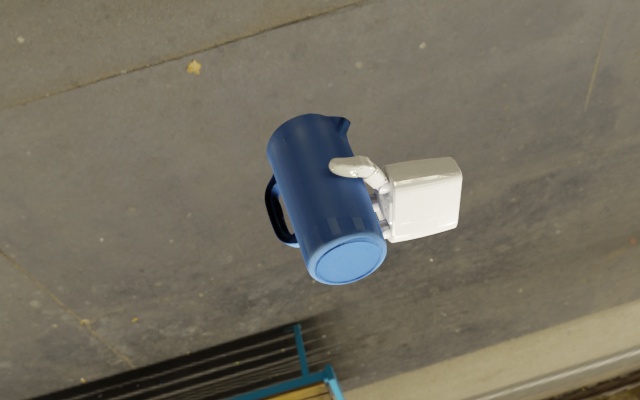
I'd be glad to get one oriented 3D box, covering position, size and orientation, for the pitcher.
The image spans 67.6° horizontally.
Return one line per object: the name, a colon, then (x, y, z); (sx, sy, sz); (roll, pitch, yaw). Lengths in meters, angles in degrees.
pitcher: (0.000, 0.002, 0.695); (0.145, 0.242, 0.149); (-9, -43, -11)
